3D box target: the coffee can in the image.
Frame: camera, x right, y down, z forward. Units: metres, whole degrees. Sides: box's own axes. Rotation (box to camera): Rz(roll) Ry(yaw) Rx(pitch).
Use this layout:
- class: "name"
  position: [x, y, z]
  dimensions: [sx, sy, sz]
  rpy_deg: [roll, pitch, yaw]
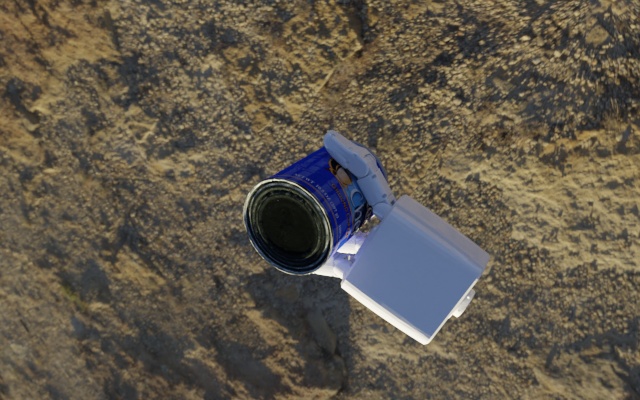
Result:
- class: "coffee can"
  position: [0.000, 0.001, 0.514]
  dimensions: [0.103, 0.103, 0.140]
  rpy_deg: [0, 21, 31]
